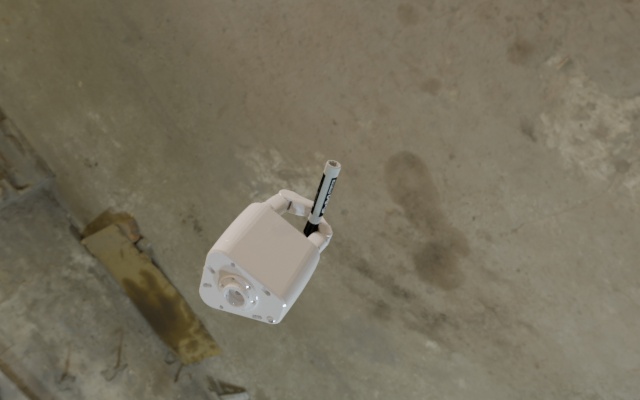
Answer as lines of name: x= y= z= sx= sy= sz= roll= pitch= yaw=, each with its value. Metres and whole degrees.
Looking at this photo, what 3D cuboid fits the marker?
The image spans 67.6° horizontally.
marker: x=0.000 y=0.002 z=0.624 sx=0.020 sy=0.121 sz=0.020 roll=13 pitch=34 yaw=-9
